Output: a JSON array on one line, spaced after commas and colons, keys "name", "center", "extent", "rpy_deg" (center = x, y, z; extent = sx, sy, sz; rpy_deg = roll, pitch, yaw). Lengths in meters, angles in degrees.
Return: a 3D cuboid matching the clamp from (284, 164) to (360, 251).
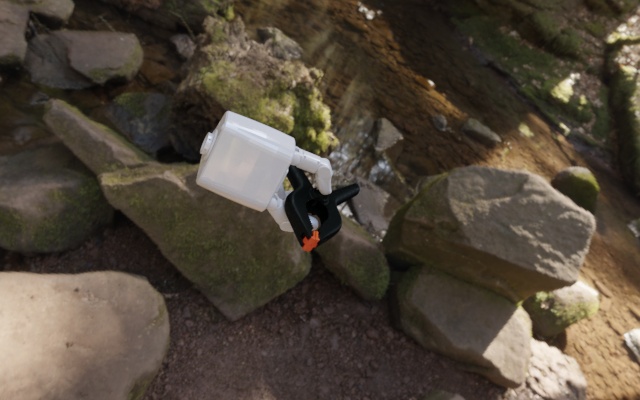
[{"name": "clamp", "center": [0.000, 0.002, 0.748], "extent": [0.164, 0.036, 0.209], "rpy_deg": [23, 35, -21]}]
